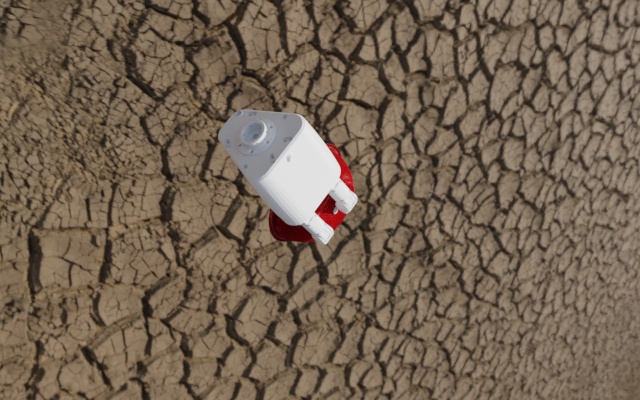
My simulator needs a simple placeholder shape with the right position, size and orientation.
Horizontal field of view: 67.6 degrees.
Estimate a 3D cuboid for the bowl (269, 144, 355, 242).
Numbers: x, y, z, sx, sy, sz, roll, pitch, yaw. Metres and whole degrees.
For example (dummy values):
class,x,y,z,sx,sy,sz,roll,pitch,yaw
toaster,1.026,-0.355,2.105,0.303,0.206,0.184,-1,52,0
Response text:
class,x,y,z,sx,sy,sz,roll,pitch,yaw
bowl,0.001,0.003,0.687,0.055,0.162,0.162,32,14,25
